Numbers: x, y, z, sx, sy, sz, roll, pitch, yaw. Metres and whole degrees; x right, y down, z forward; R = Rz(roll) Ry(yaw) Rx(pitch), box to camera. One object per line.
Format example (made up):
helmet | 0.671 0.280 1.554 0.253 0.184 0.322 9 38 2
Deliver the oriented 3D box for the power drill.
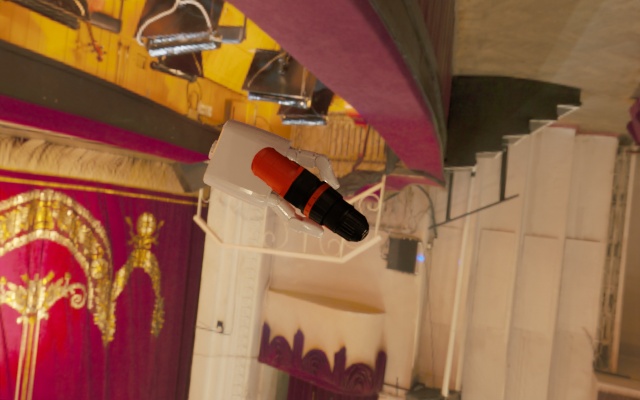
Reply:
power drill | 0.000 0.002 0.694 0.184 0.057 0.188 38 -1 14
